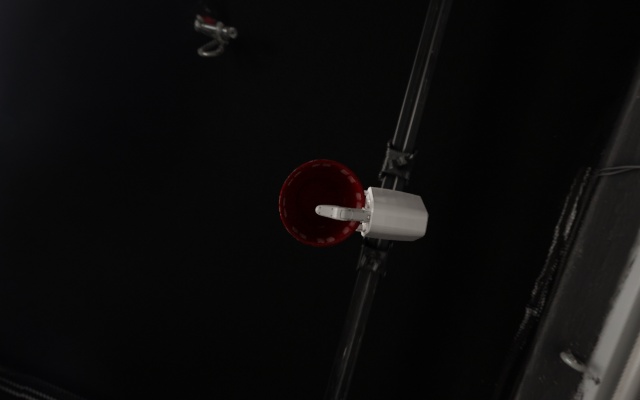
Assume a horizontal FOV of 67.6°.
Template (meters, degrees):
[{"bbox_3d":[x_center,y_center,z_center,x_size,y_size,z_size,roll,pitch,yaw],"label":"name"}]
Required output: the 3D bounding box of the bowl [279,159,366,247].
[{"bbox_3d":[-0.001,0.002,0.896,0.162,0.162,0.055,0,7,-11],"label":"bowl"}]
